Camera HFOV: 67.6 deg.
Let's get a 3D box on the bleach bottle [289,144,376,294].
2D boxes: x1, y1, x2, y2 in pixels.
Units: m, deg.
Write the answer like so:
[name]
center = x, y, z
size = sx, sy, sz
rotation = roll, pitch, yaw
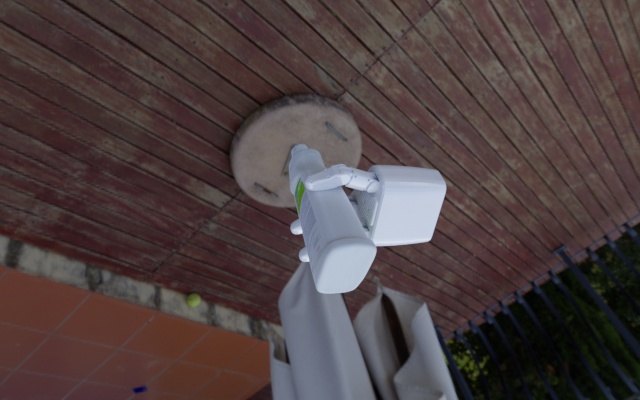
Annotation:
[bleach bottle]
center = 0.000, 0.002, 0.677
size = 0.068, 0.103, 0.250
rotation = 0, 45, -21
